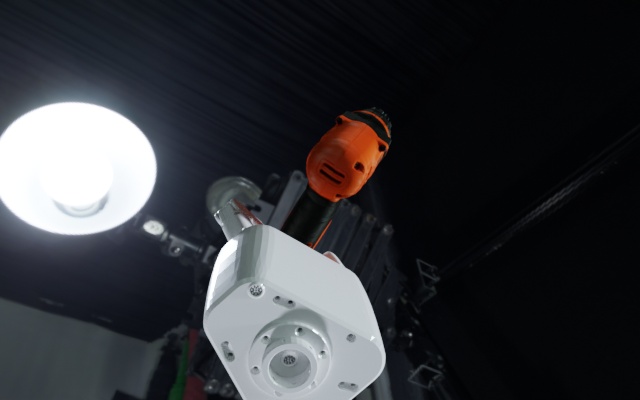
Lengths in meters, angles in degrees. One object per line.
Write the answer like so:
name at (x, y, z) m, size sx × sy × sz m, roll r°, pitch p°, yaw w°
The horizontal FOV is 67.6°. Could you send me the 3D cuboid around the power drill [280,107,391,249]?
power drill at (0.000, 0.002, 0.448) m, size 0.057 × 0.188 × 0.184 m, roll 32°, pitch 25°, yaw 5°
